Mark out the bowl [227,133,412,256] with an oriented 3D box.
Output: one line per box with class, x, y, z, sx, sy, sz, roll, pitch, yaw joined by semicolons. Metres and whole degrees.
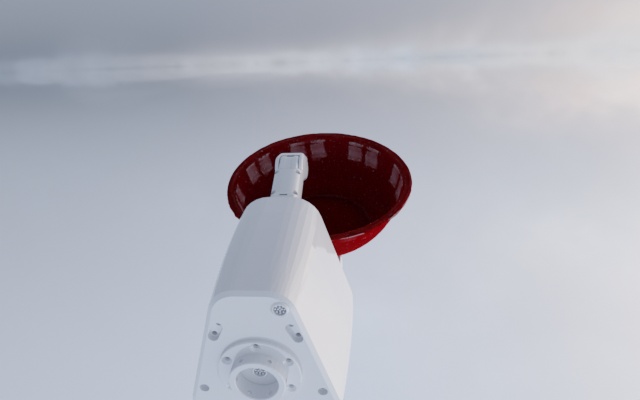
bowl;0.001;0.001;0.436;0.162;0.055;0.162;-3;38;2
